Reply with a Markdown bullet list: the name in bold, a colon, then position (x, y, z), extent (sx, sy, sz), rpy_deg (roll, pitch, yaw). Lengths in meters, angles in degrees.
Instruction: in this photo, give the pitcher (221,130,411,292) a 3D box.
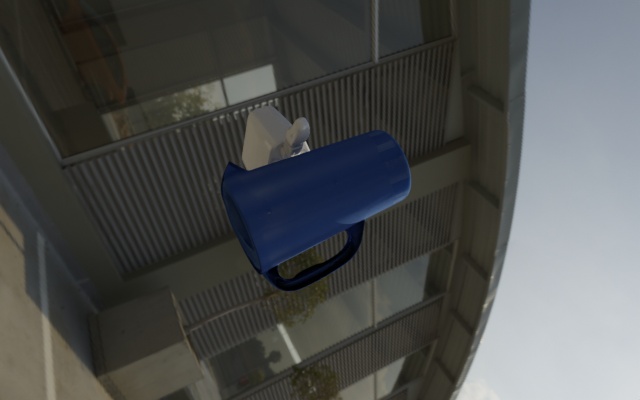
- **pitcher**: position (0.000, 0.002, 0.647), extent (0.243, 0.149, 0.145), rpy_deg (-23, 46, -17)
